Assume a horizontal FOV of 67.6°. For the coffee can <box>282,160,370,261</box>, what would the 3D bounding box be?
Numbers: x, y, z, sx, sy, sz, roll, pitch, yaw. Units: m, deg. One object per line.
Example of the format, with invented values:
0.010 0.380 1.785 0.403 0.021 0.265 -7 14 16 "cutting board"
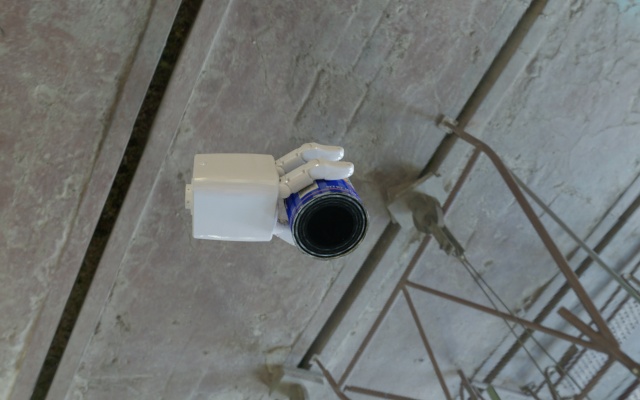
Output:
0.000 0.002 0.668 0.103 0.103 0.140 0 28 -13 "coffee can"
